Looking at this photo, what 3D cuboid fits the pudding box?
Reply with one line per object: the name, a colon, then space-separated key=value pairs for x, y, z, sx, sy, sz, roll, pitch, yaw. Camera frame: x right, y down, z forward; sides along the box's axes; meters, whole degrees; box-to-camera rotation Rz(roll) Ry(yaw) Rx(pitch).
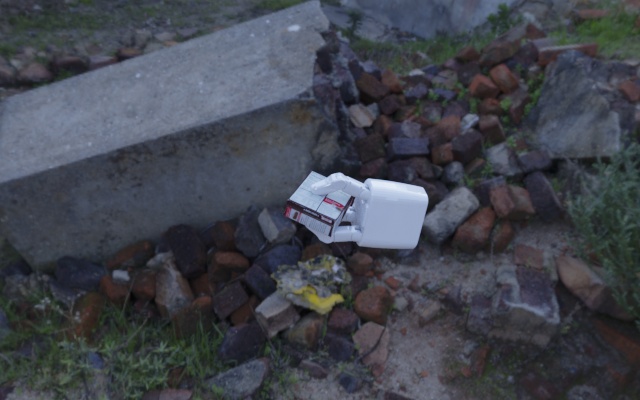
pudding box: x=0.000 y=0.003 z=0.814 sx=0.090 sy=0.039 sz=0.113 roll=24 pitch=34 yaw=9
